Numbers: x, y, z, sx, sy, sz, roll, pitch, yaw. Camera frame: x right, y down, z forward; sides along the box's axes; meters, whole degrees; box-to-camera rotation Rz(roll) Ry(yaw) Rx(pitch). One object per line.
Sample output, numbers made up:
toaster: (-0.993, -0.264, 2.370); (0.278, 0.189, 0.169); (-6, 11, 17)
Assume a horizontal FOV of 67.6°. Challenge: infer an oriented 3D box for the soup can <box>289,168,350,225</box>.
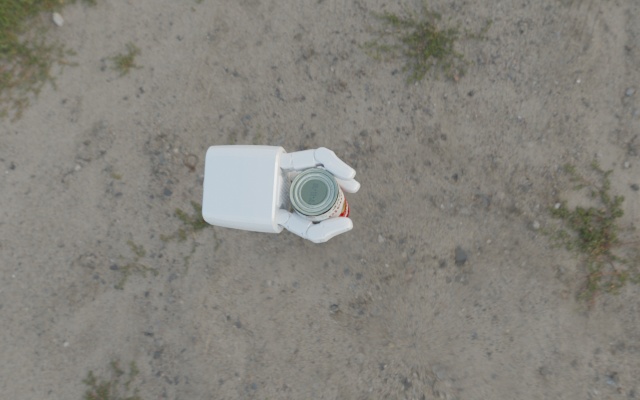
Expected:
soup can: (0.001, 0.002, 0.660); (0.068, 0.068, 0.102); (0, -17, 11)
